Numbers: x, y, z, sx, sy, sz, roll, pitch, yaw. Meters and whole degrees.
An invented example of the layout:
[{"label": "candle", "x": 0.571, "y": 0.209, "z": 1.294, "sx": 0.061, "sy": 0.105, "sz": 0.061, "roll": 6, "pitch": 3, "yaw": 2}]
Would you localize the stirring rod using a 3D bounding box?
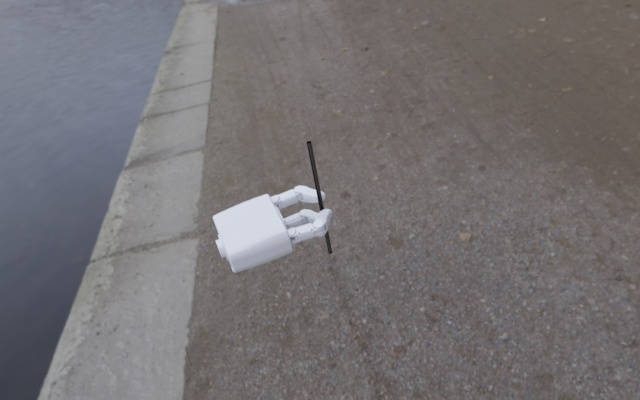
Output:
[{"label": "stirring rod", "x": 0.000, "y": 0.003, "z": 0.840, "sx": 0.011, "sy": 0.240, "sz": 0.011, "roll": -7, "pitch": 35, "yaw": 5}]
